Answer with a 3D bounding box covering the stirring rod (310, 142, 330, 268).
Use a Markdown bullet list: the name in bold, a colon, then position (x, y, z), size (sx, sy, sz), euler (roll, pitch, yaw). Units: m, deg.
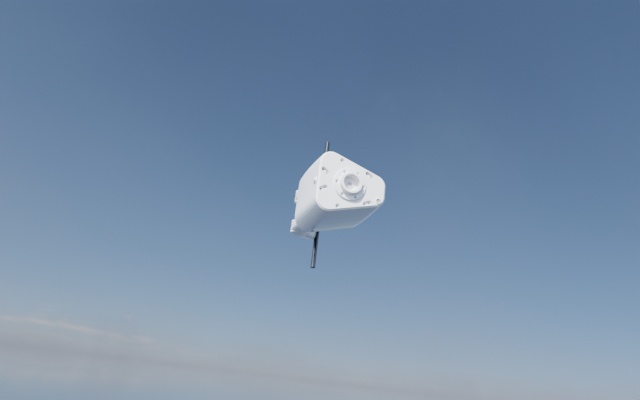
- **stirring rod**: position (0.000, 0.003, 0.856), size (0.011, 0.239, 0.011), euler (6, -21, 2)
